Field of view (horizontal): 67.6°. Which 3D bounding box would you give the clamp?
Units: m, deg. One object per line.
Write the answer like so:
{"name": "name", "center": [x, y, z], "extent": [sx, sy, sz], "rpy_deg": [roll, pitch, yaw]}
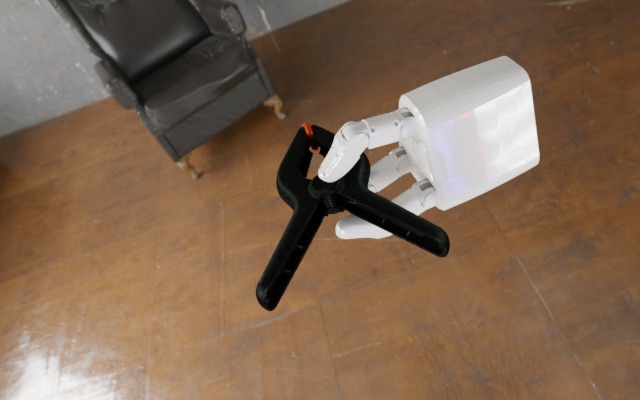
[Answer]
{"name": "clamp", "center": [0.000, 0.000, 0.451], "extent": [0.164, 0.036, 0.209], "rpy_deg": [-22, 46, -4]}
